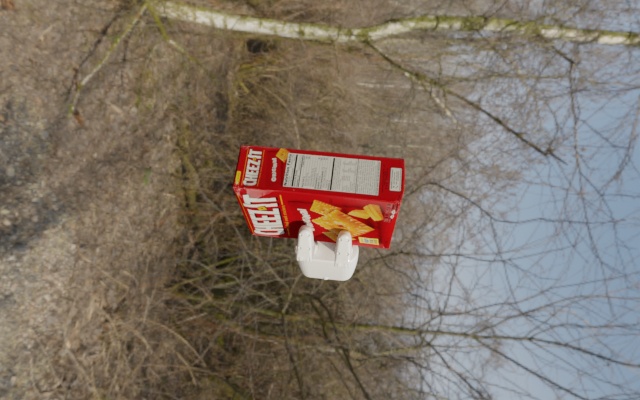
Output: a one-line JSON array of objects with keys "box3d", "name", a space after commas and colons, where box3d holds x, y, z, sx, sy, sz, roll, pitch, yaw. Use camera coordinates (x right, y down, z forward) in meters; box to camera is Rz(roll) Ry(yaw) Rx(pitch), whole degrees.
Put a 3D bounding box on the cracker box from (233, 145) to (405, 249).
[{"box3d": [0.000, 0.002, 0.663, 0.213, 0.072, 0.164, 5, -26, 4], "name": "cracker box"}]
